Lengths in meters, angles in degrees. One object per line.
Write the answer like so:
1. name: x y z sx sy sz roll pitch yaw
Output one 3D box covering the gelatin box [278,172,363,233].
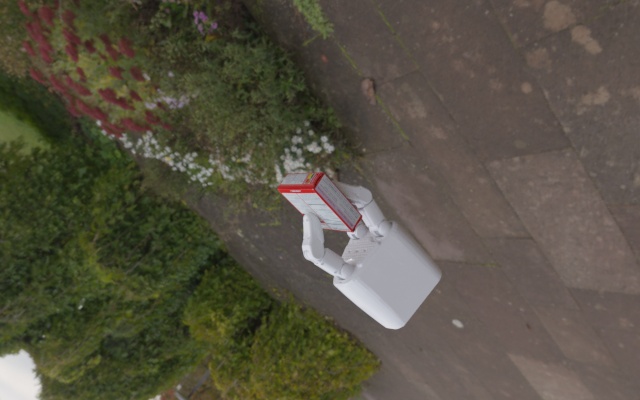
1. gelatin box: 0.000 0.002 0.606 0.073 0.030 0.089 2 -36 50
